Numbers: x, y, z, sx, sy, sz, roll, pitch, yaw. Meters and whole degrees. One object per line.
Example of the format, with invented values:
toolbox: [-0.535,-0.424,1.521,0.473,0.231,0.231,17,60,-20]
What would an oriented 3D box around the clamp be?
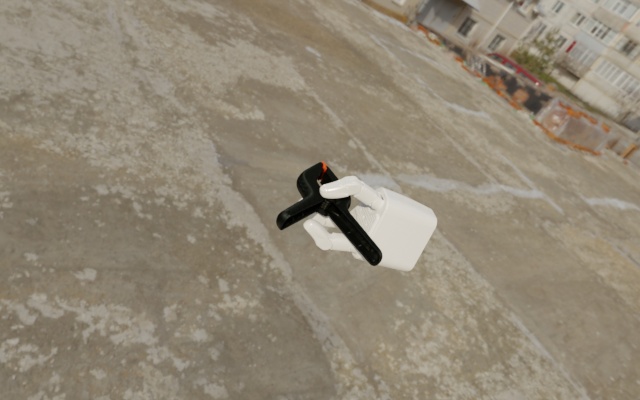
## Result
clamp: [0.001,0.002,0.721,0.164,0.036,0.209,20,31,-26]
